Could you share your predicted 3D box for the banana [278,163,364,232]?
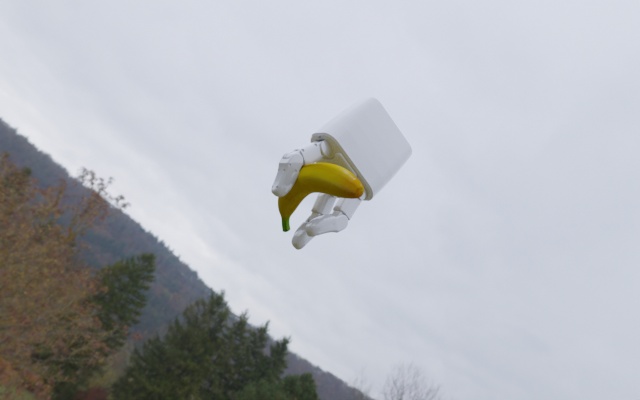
[{"bbox_3d":[-0.010,-0.014,0.614,0.037,0.069,0.198,-28,-1,-32],"label":"banana"}]
